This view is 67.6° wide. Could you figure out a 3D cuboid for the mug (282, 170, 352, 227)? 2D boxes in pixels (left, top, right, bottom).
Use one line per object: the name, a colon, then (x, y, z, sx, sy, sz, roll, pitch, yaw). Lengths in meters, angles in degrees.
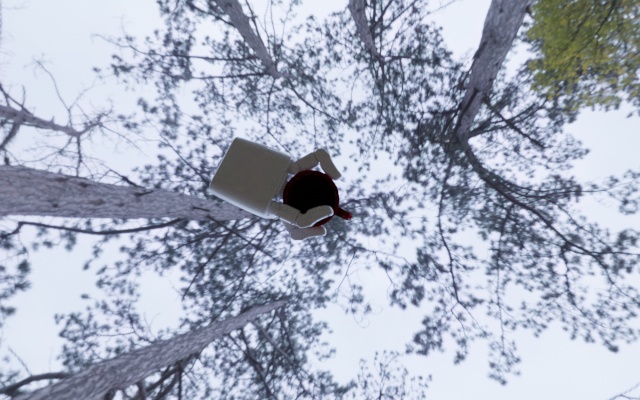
mug: (0.002, 0.003, 0.806, 0.117, 0.093, 0.081, 23, 2, 7)
